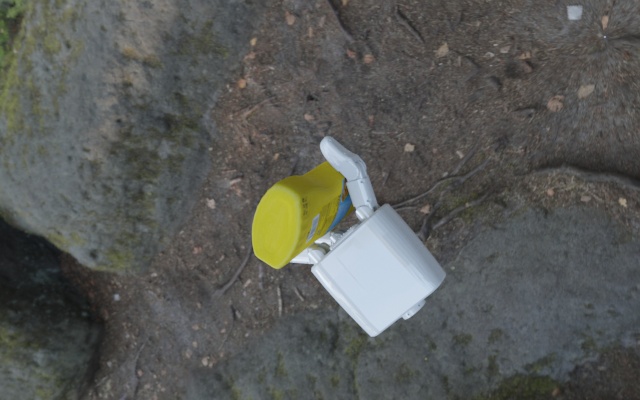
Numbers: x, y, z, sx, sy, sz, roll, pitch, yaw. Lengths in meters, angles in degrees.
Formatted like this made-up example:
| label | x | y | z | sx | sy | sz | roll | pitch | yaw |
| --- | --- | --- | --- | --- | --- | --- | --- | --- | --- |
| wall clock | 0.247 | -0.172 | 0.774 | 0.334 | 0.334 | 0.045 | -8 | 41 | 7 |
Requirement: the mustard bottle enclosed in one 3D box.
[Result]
| label | x | y | z | sx | sy | sz | roll | pitch | yaw |
| --- | --- | --- | --- | --- | --- | --- | --- | --- | --- |
| mustard bottle | 0.000 | 0.002 | 0.559 | 0.058 | 0.096 | 0.191 | 27 | 29 | 20 |
